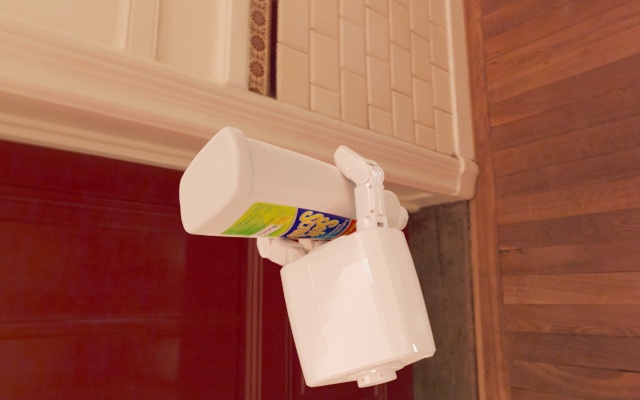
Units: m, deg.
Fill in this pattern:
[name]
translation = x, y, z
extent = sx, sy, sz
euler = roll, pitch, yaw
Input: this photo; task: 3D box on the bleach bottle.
[bleach bottle]
translation = 0.000, 0.002, 0.466
extent = 0.251, 0.068, 0.102
euler = 9, -32, -40
